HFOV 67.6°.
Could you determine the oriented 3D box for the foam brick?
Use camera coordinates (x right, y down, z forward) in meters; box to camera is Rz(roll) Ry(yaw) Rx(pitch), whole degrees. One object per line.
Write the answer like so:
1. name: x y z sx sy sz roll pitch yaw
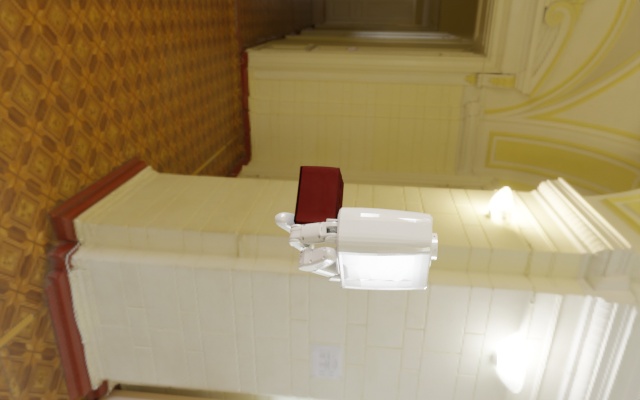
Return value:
1. foam brick: 0.000 0.002 0.605 0.051 0.078 0.053 0 -23 11
